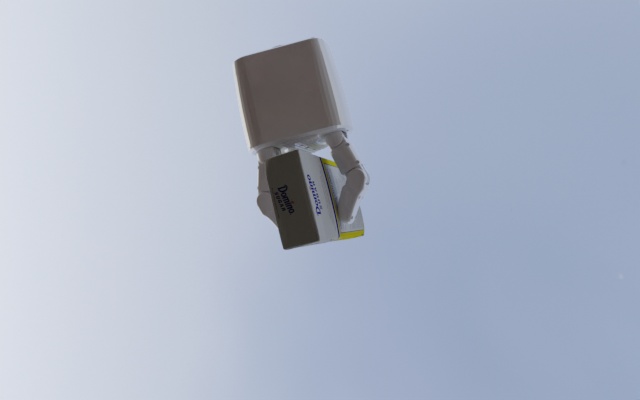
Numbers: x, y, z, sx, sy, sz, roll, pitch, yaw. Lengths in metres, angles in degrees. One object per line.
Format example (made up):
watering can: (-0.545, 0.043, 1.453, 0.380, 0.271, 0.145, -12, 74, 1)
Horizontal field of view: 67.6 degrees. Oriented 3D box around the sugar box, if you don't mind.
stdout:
sugar box: (0.000, 0.002, 0.534, 0.048, 0.093, 0.176, -16, -7, 21)
